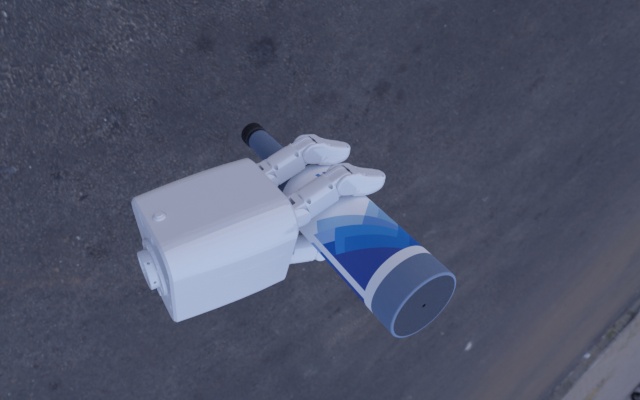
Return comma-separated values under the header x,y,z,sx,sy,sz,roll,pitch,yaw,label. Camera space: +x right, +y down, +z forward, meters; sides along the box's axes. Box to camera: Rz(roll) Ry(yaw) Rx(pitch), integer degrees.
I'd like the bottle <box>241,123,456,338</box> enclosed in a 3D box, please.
x,y,z,sx,sy,sz,roll,pitch,yaw,label
0.000,0.002,0.460,0.069,0.069,0.295,0,33,-40,bottle
